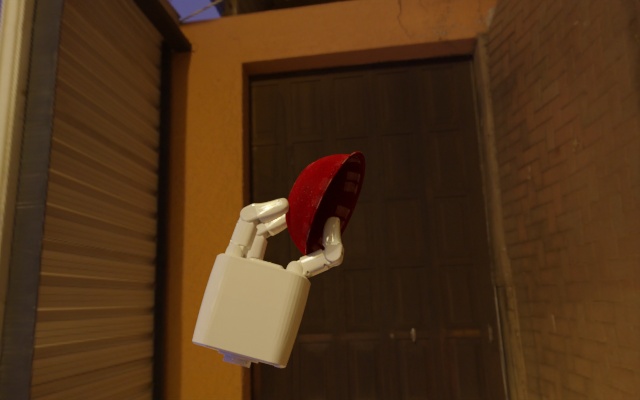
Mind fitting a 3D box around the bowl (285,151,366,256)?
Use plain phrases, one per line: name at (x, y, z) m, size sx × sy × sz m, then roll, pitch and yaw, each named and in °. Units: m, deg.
bowl at (0.000, 0.001, 0.631) m, size 0.055 × 0.162 × 0.162 m, roll 24°, pitch 8°, yaw 18°
